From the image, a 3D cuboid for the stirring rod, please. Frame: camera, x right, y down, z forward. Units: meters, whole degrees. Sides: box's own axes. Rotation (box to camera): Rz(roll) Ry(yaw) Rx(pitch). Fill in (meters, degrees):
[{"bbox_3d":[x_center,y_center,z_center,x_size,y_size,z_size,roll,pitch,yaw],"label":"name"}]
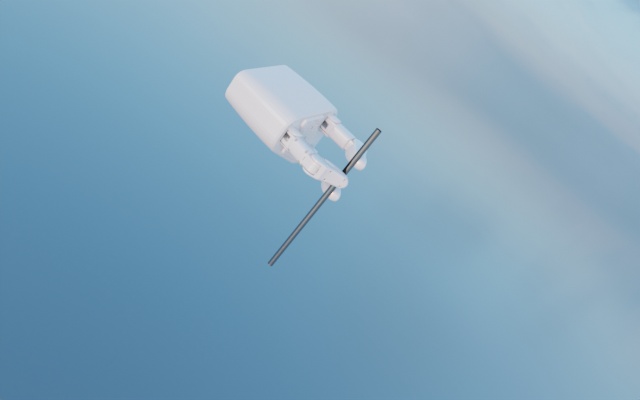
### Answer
[{"bbox_3d":[0.000,0.002,0.617,0.011,0.239,0.011,32,24,-16],"label":"stirring rod"}]
